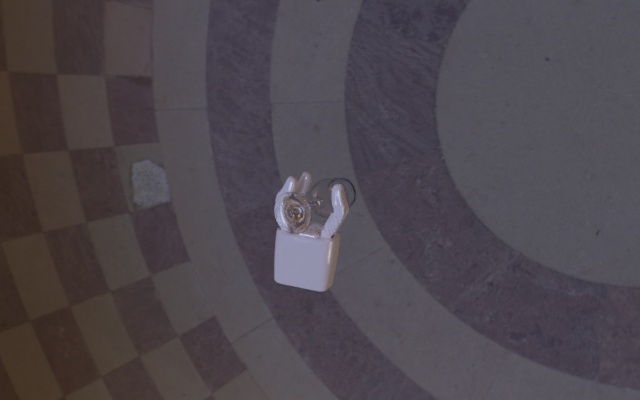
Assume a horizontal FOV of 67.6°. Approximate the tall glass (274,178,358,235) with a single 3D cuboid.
[{"bbox_3d":[0.000,0.003,0.891,0.079,0.079,0.201,0,11,29],"label":"tall glass"}]
